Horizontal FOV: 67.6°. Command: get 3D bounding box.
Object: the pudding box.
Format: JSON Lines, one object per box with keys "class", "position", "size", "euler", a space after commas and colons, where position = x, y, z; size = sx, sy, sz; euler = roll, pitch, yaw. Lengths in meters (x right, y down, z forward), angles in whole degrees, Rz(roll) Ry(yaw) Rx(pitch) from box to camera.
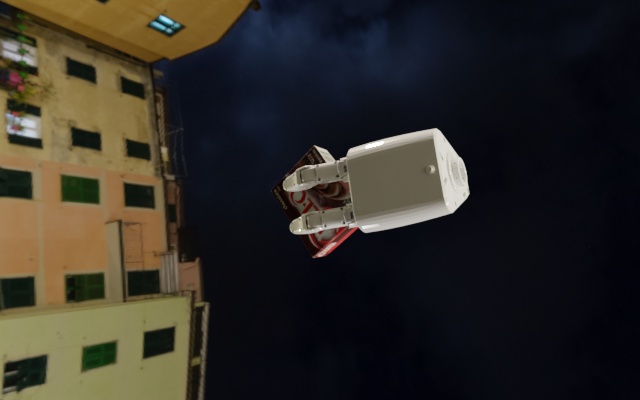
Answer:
{"class": "pudding box", "position": [0.000, 0.002, 0.607], "size": [0.090, 0.113, 0.039], "euler": [-44, -25, 23]}
